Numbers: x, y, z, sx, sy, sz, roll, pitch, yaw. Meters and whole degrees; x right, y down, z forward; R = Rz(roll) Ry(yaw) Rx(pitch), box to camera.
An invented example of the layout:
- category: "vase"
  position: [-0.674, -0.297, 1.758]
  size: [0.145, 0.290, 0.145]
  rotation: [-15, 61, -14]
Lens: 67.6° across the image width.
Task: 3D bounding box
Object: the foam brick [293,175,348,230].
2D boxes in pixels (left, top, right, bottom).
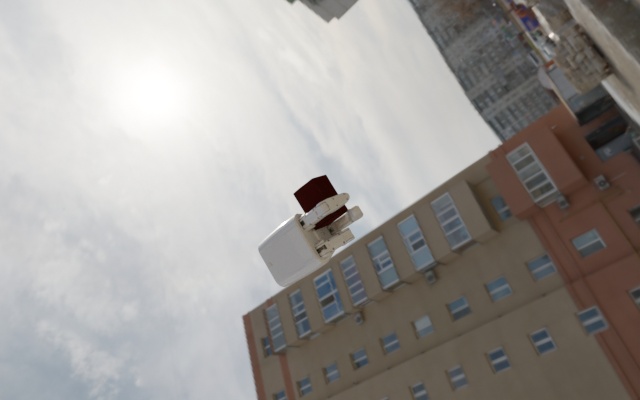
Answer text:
- category: "foam brick"
  position: [0.000, 0.002, 0.834]
  size: [0.051, 0.078, 0.053]
  rotation: [-36, -10, 30]
